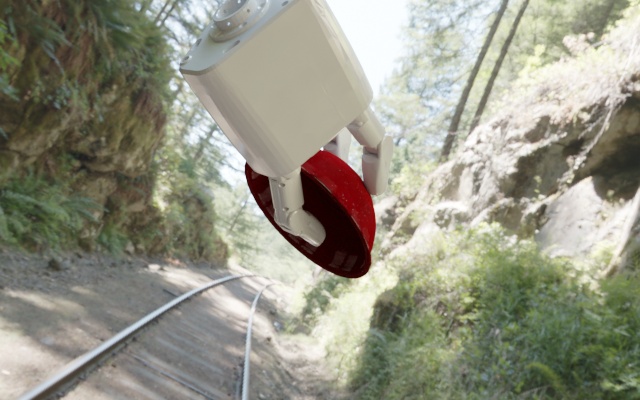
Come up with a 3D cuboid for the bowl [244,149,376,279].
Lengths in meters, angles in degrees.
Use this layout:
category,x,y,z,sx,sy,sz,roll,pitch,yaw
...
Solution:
category,x,y,z,sx,sy,sz,roll,pitch,yaw
bowl,0.001,0.002,0.477,0.055,0.162,0.162,-44,23,-26
